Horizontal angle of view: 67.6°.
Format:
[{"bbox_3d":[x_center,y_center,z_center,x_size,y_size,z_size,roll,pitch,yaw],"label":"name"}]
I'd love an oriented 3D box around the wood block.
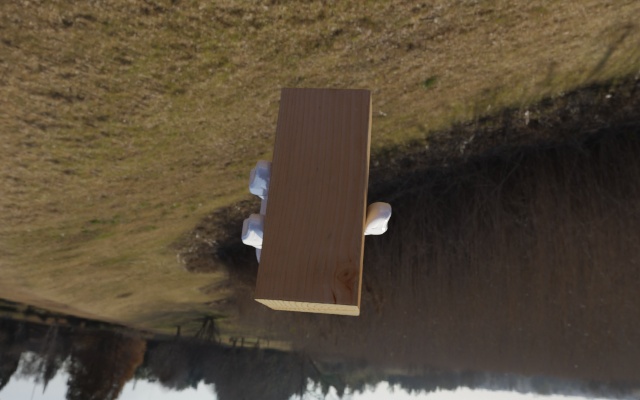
[{"bbox_3d":[0.000,0.002,0.472,0.091,0.206,0.090,3,-18,7],"label":"wood block"}]
